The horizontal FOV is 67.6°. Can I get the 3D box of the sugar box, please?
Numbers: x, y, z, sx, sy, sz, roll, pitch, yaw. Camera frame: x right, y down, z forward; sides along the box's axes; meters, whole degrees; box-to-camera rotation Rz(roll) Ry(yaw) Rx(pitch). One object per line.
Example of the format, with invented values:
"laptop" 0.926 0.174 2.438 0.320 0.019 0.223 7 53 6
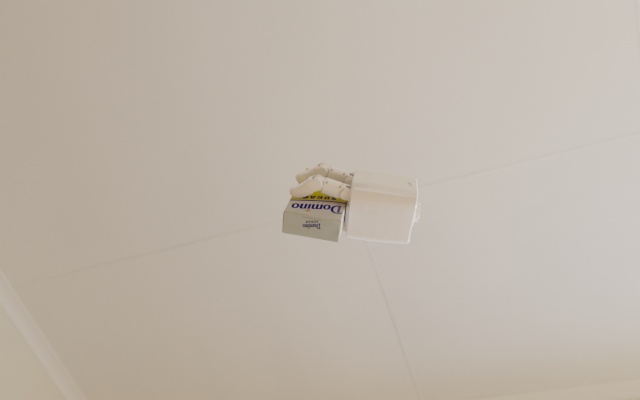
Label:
"sugar box" 0.000 0.002 0.811 0.093 0.048 0.176 9 25 6
